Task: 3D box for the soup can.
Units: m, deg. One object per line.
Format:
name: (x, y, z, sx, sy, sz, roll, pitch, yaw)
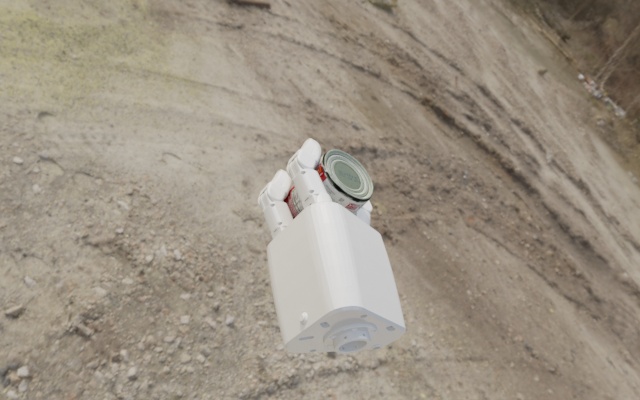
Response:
soup can: (0.000, 0.001, 0.519, 0.068, 0.068, 0.102, 0, -35, -46)
